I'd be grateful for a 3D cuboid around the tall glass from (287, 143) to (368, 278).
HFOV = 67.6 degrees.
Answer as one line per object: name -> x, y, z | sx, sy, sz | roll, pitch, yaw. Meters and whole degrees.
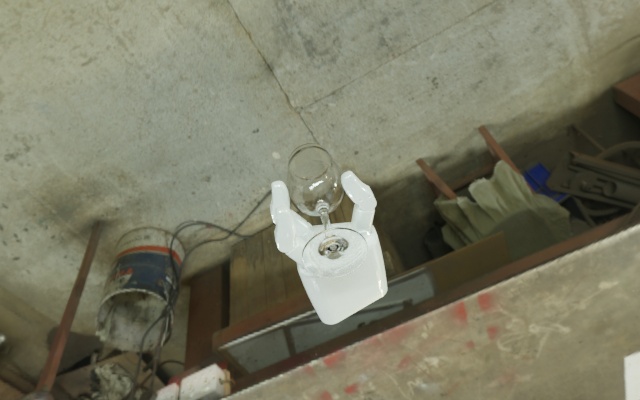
tall glass -> 0.000, 0.002, 0.605 | 0.079, 0.079, 0.201 | 0, 36, -12
